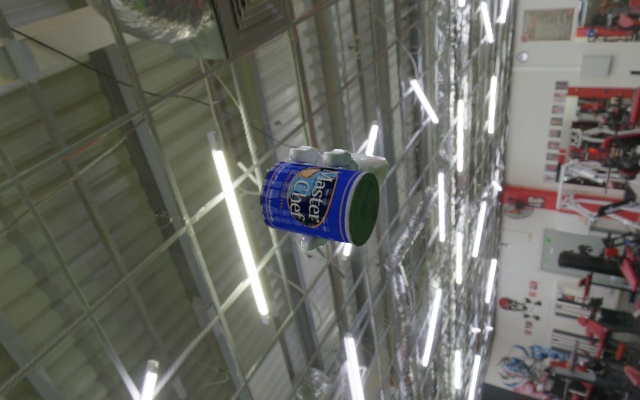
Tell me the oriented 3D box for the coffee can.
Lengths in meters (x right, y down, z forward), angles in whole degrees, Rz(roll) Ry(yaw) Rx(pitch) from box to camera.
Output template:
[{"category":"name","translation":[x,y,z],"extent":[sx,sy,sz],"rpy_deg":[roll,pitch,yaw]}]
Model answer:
[{"category":"coffee can","translation":[0.000,0.002,0.680],"extent":[0.140,0.103,0.103],"rpy_deg":[9,4,27]}]
